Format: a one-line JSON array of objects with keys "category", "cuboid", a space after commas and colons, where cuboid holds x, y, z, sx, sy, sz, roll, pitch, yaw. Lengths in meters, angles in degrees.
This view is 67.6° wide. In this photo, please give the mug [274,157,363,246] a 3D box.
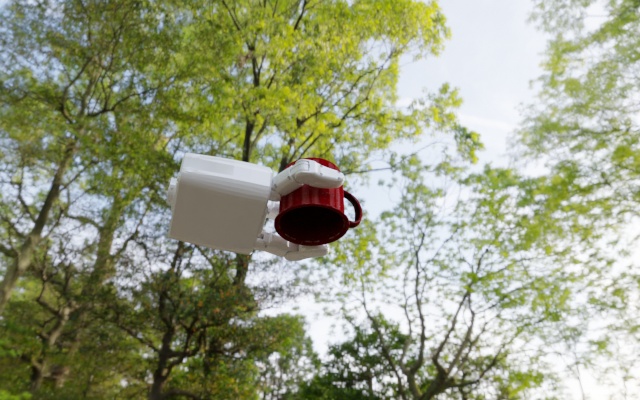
[{"category": "mug", "cuboid": [0.001, 0.002, 0.612, 0.117, 0.081, 0.093, 12, -39, -16]}]
